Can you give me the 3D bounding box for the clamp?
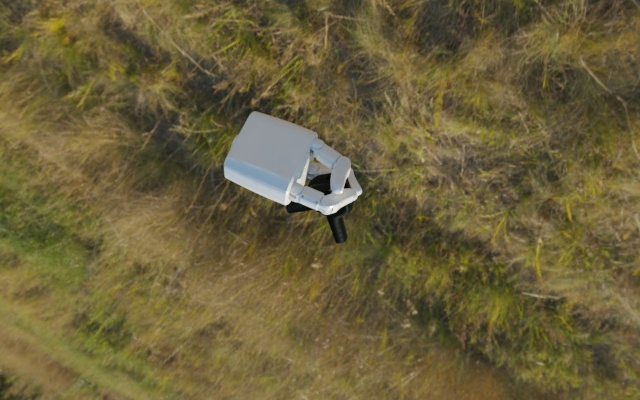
[{"bbox_3d":[0.000,0.003,0.780,0.120,0.039,0.172,22,-35,7],"label":"clamp"}]
